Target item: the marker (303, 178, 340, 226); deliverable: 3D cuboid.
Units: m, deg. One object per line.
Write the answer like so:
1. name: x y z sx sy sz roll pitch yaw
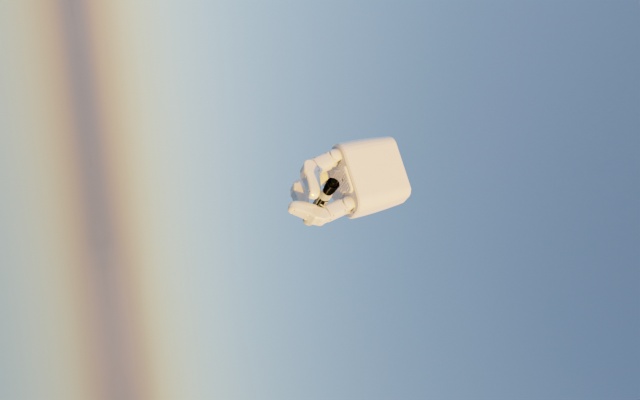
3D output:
1. marker: 0.000 0.002 0.702 0.020 0.020 0.121 0 -29 -22
